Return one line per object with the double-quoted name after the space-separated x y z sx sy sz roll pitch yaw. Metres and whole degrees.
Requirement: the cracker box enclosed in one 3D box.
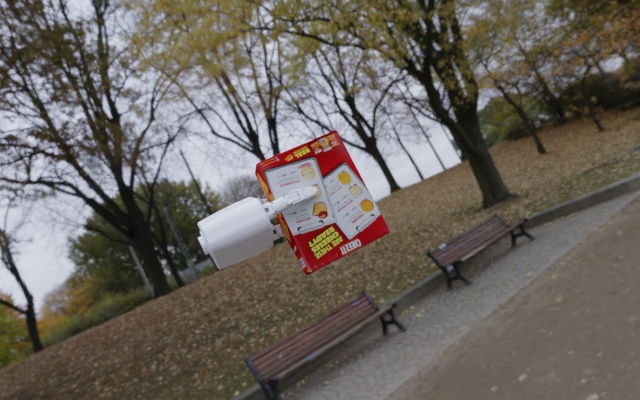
0.000 0.003 0.866 0.164 0.213 0.072 -25 -8 -15 "cracker box"
